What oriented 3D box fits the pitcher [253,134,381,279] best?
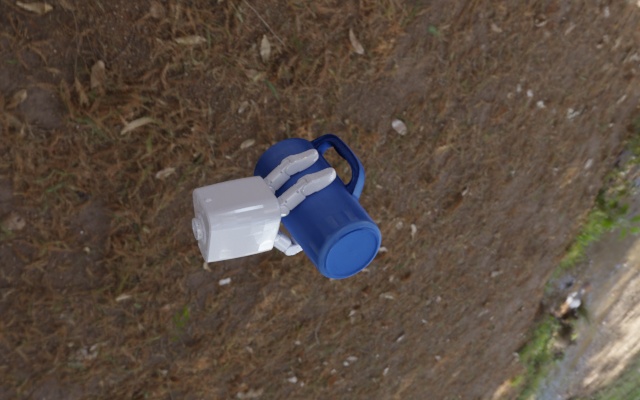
[{"bbox_3d":[0.000,0.003,0.772,0.145,0.149,0.242,-10,39,-26],"label":"pitcher"}]
